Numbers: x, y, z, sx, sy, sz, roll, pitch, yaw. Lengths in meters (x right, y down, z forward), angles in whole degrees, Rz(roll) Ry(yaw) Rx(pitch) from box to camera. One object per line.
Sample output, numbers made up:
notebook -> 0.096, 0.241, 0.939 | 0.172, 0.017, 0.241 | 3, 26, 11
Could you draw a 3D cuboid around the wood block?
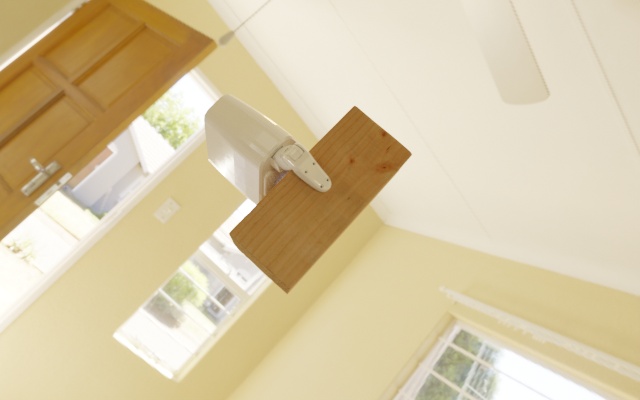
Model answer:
wood block -> 0.000, 0.001, 0.562 | 0.090, 0.206, 0.091 | 41, -14, 6
